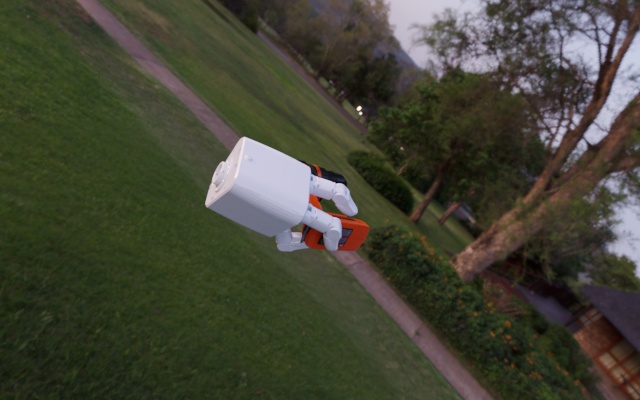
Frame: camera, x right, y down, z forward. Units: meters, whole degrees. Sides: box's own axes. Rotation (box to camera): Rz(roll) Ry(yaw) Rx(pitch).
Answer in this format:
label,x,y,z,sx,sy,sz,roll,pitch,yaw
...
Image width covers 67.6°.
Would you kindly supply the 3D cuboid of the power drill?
label,x,y,z,sx,sy,sz,roll,pitch,yaw
power drill,0.000,0.003,0.778,0.184,0.057,0.187,6,31,-36
